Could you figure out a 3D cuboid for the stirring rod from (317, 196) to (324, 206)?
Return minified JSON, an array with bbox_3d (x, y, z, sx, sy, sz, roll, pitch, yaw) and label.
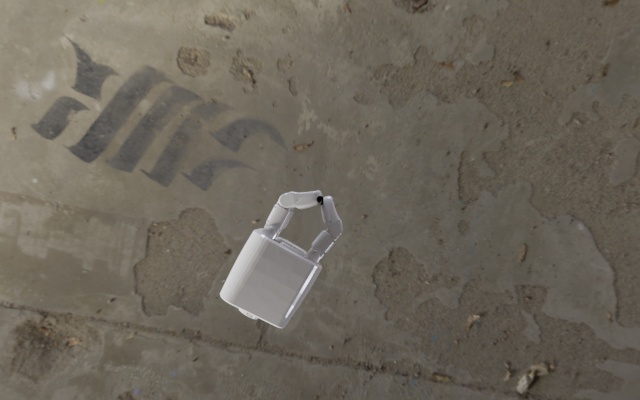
[{"bbox_3d":[0.000,0.002,0.661,0.011,0.011,0.239,0,-2,0],"label":"stirring rod"}]
